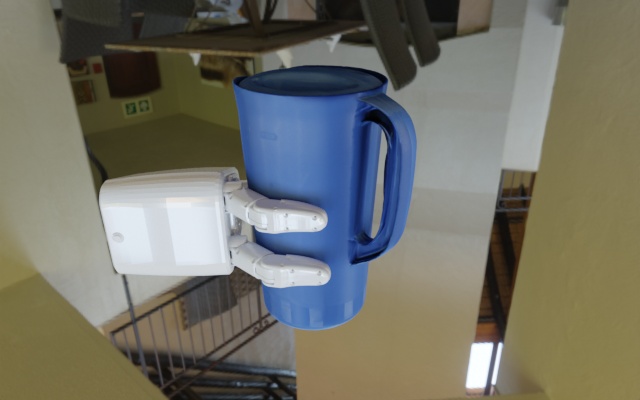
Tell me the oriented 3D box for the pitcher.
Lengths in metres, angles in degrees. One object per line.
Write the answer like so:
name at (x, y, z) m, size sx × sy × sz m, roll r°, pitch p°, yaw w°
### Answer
pitcher at (0.000, 0.001, 0.451) m, size 0.145 × 0.243 × 0.149 m, roll -2°, pitch 25°, yaw -2°
